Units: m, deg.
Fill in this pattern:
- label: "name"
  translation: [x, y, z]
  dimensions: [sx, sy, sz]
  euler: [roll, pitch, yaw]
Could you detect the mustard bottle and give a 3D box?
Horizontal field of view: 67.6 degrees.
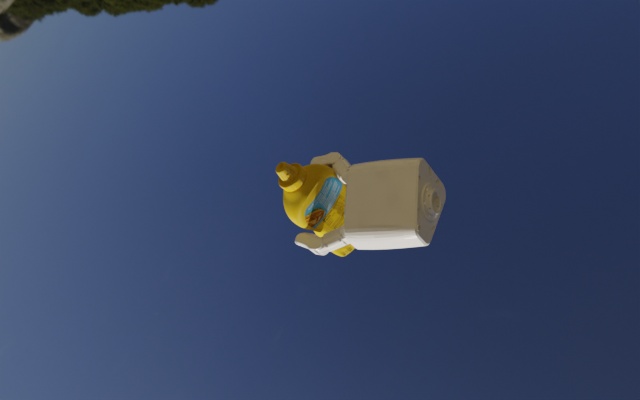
- label: "mustard bottle"
  translation: [0.000, 0.002, 0.705]
  dimensions: [0.058, 0.096, 0.192]
  euler: [26, -12, 47]
